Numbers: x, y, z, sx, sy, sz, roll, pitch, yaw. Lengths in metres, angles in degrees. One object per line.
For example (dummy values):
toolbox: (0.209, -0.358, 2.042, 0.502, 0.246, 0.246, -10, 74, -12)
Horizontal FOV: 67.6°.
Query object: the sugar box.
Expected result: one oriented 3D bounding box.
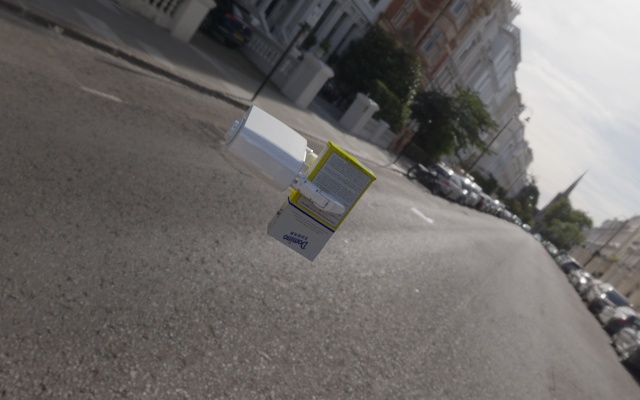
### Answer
sugar box: (0.000, 0.002, 0.771, 0.093, 0.176, 0.048, 35, 13, -15)
